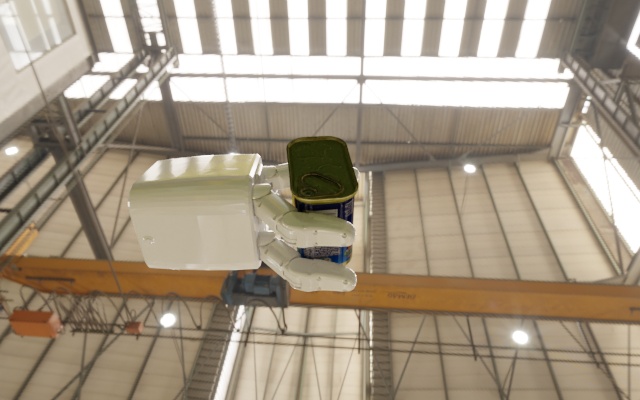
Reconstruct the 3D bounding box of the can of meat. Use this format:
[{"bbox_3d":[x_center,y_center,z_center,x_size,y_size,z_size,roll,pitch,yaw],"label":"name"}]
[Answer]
[{"bbox_3d":[0.000,0.002,0.446,0.057,0.084,0.102,-4,37,-5],"label":"can of meat"}]
